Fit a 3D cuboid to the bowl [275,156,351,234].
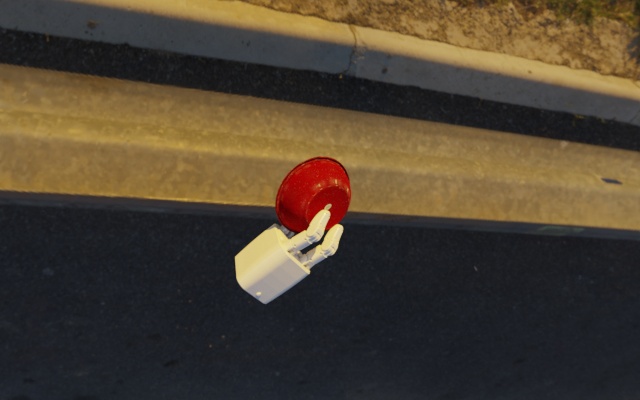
[{"bbox_3d":[0.001,0.002,0.883,0.162,0.162,0.055,0,26,-34],"label":"bowl"}]
